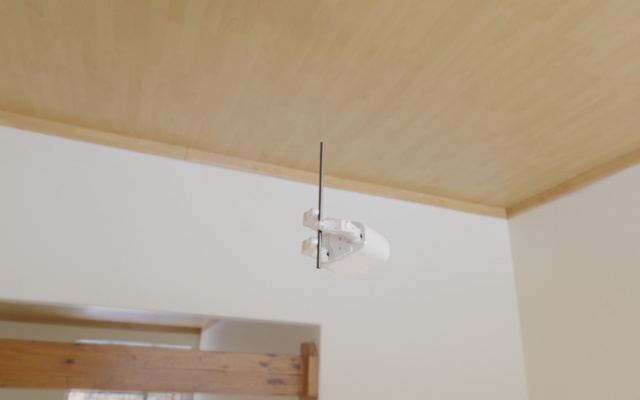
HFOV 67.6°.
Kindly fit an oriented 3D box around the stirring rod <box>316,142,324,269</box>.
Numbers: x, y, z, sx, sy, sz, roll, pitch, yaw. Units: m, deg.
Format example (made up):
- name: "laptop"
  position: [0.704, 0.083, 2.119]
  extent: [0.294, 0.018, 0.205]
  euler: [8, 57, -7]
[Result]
- name: "stirring rod"
  position: [0.000, 0.003, 0.848]
  extent: [0.011, 0.239, 0.011]
  euler: [1, -22, 1]
